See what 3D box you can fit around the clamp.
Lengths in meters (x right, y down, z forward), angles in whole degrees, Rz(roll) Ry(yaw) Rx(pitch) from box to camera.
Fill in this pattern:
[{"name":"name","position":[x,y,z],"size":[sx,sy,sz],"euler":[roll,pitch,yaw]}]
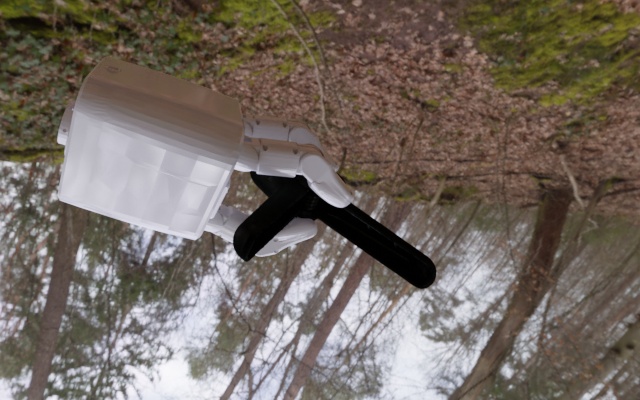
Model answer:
[{"name":"clamp","position":[-0.001,0.002,0.415],"size":[0.164,0.036,0.210],"euler":[17,23,-21]}]
